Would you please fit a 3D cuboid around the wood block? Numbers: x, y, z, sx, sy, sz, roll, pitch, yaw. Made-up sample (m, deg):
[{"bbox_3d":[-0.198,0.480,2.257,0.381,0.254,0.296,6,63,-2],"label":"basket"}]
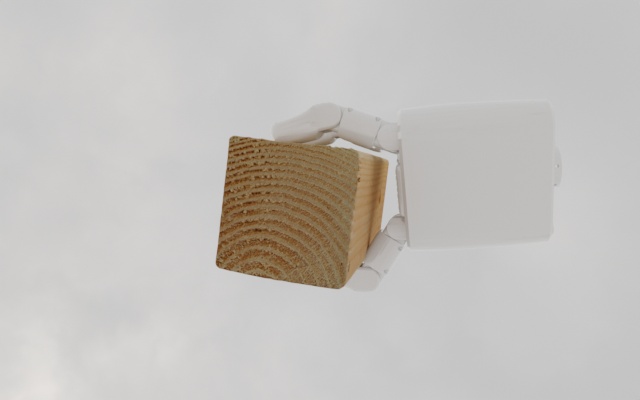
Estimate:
[{"bbox_3d":[0.000,0.002,0.402,0.090,0.091,0.206,8,5,13],"label":"wood block"}]
